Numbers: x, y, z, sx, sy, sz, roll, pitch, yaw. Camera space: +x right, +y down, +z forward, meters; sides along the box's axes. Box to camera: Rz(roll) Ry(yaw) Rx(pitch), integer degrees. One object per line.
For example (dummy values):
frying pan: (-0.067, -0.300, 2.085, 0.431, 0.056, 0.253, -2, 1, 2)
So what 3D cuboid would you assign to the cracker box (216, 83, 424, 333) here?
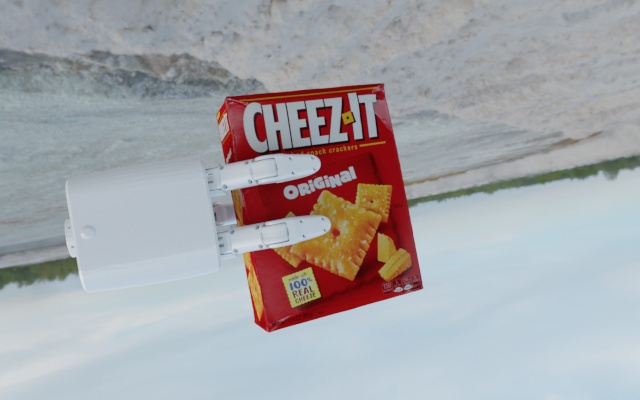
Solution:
cracker box: (0.000, 0.002, 0.470, 0.164, 0.213, 0.072, -10, -2, -20)
